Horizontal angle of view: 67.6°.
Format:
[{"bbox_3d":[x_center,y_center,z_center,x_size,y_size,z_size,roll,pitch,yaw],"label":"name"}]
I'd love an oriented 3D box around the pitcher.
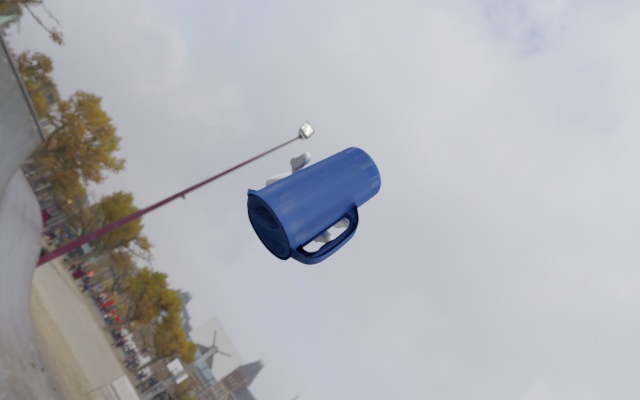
[{"bbox_3d":[0.000,0.003,0.877,0.242,0.149,0.145,-31,17,-27],"label":"pitcher"}]
